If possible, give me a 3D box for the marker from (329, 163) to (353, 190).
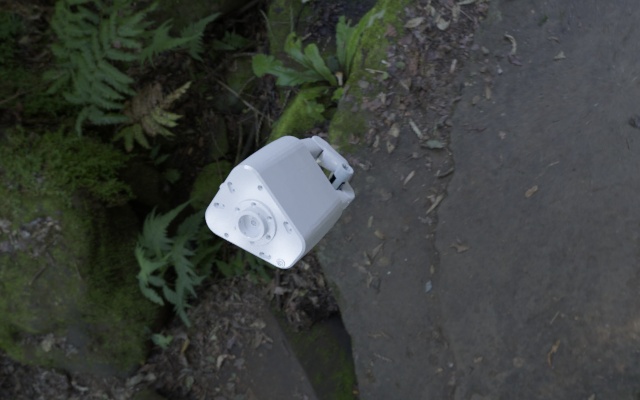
[{"bbox_3d":[0.000,0.002,0.604,0.020,0.020,0.121,0,-42,-47],"label":"marker"}]
